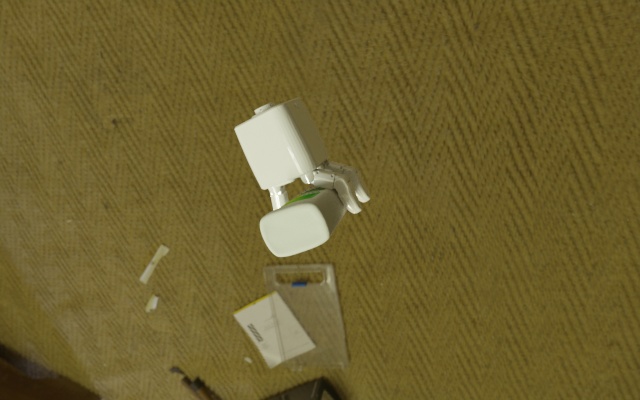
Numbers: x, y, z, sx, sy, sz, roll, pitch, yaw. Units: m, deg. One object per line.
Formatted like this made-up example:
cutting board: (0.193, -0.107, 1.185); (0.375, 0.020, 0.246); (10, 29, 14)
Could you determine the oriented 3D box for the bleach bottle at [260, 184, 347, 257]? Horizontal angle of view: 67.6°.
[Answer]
bleach bottle: (0.000, 0.003, 0.759); (0.102, 0.068, 0.250); (-19, 11, 22)
